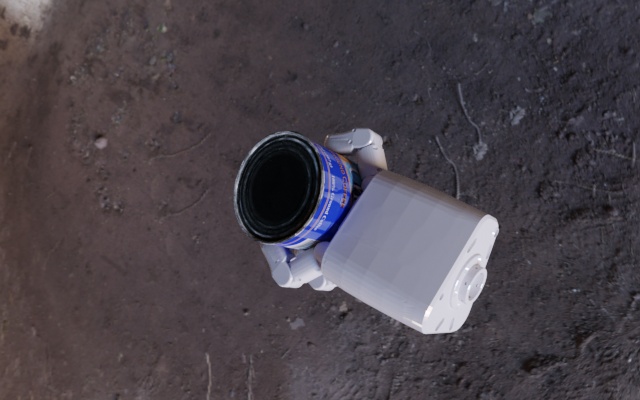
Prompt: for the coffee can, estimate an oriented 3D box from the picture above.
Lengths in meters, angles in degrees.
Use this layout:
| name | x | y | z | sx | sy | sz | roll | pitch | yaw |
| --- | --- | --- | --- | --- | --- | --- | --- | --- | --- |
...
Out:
| name | x | y | z | sx | sy | sz | roll | pitch | yaw |
| --- | --- | --- | --- | --- | --- | --- | --- | --- | --- |
| coffee can | 0.000 | 0.001 | 0.472 | 0.103 | 0.103 | 0.140 | 0 | -11 | 36 |
